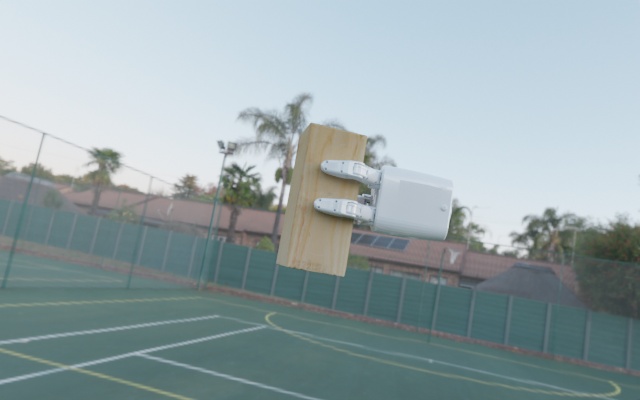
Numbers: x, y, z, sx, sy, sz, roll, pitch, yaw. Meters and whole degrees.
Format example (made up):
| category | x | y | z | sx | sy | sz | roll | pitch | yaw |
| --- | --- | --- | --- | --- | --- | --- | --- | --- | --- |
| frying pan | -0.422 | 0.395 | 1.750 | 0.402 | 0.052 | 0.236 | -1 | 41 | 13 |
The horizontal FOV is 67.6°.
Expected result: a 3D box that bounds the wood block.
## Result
| category | x | y | z | sx | sy | sz | roll | pitch | yaw |
| --- | --- | --- | --- | --- | --- | --- | --- | --- | --- |
| wood block | 0.000 | 0.002 | 0.714 | 0.090 | 0.206 | 0.091 | 11 | -8 | -11 |
